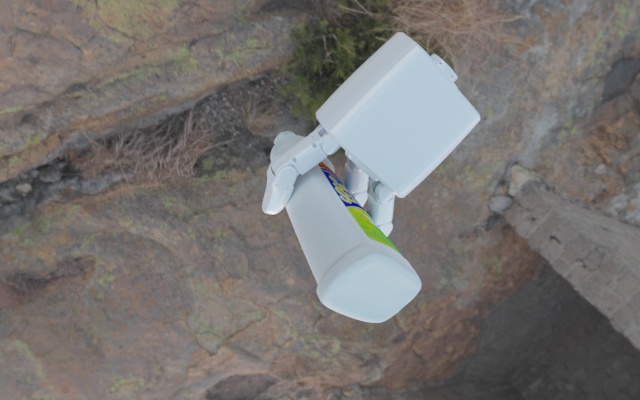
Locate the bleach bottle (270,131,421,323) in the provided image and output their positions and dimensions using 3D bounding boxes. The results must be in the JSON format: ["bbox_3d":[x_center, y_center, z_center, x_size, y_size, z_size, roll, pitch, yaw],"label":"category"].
[{"bbox_3d":[0.000,0.002,0.482,0.103,0.068,0.250,33,18,-43],"label":"bleach bottle"}]
